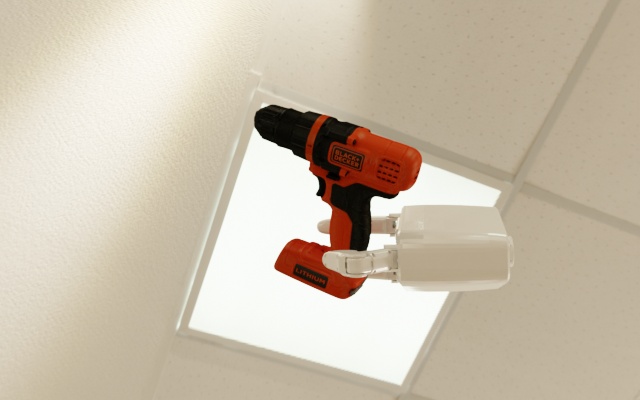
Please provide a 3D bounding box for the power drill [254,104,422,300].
[{"bbox_3d":[0.000,0.002,0.516,0.184,0.188,0.057,22,30,20],"label":"power drill"}]
